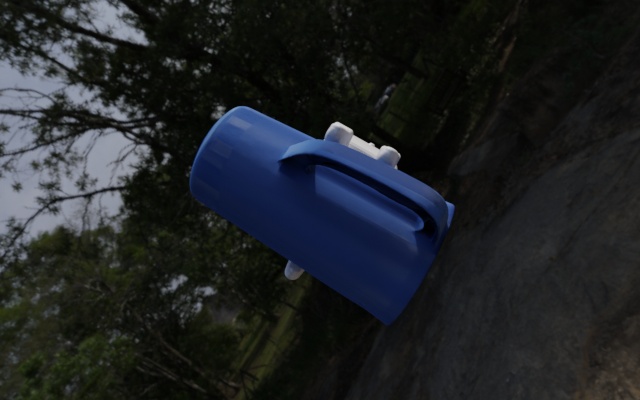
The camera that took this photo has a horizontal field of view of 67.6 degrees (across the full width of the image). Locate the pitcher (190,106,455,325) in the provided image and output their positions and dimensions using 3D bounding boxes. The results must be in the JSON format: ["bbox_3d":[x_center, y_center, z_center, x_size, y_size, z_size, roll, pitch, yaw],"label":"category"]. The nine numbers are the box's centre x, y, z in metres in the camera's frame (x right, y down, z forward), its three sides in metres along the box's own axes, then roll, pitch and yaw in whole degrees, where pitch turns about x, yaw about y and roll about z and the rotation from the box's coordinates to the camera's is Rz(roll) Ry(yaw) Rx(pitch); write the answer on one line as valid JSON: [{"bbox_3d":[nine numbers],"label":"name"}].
[{"bbox_3d":[0.000,0.002,0.469,0.243,0.149,0.145,29,17,5],"label":"pitcher"}]
